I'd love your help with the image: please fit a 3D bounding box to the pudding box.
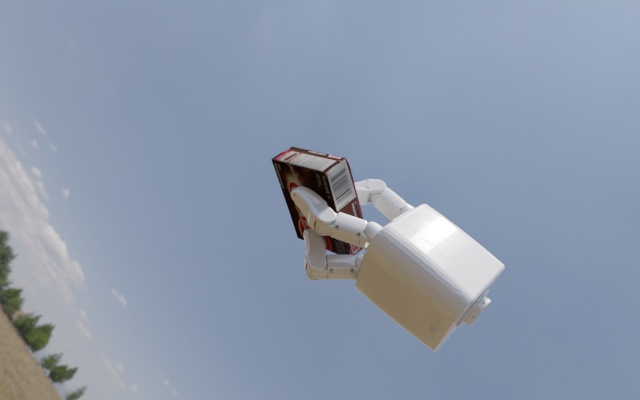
[{"bbox_3d":[0.000,0.002,0.529,0.039,0.113,0.090,-35,34,-33],"label":"pudding box"}]
